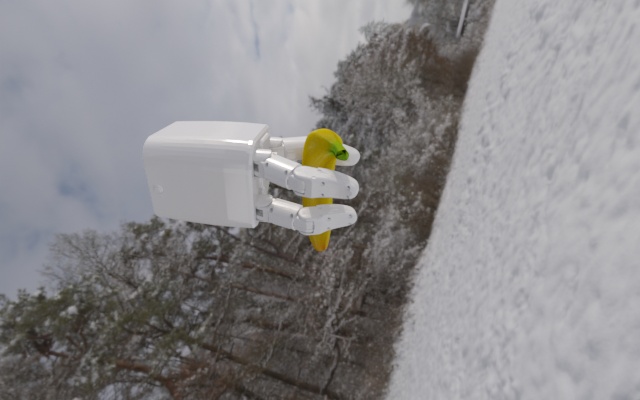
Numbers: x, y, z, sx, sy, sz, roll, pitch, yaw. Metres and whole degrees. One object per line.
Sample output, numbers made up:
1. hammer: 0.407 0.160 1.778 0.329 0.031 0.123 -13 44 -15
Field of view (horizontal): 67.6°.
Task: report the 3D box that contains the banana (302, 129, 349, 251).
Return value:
1. banana: -0.001 -0.016 0.516 0.037 0.069 0.198 -2 -31 -6
